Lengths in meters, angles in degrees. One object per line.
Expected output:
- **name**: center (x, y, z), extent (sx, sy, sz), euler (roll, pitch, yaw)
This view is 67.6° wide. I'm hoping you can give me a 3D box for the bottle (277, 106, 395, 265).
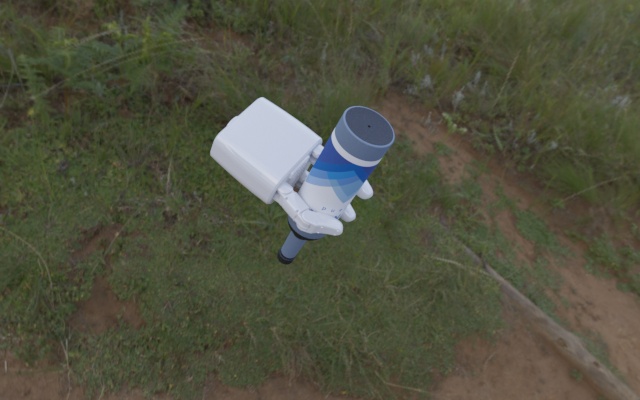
- **bottle**: center (0.000, 0.002, 0.652), extent (0.069, 0.069, 0.296), euler (0, -37, -28)
